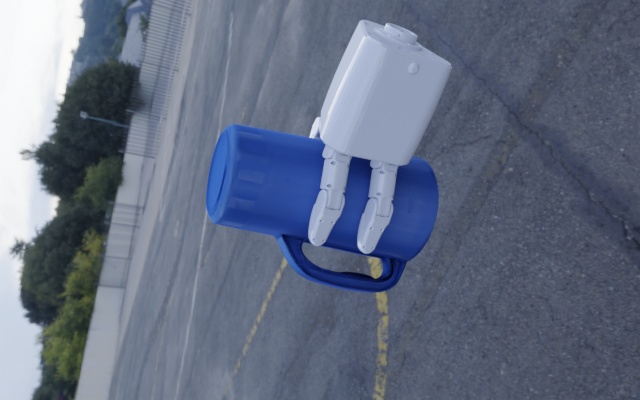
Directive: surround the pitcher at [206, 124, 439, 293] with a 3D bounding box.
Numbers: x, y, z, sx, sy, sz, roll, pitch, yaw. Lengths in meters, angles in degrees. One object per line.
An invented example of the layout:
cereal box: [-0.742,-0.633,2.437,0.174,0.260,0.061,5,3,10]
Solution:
pitcher: [0.000,0.002,0.542,0.243,0.145,0.149,11,30,-22]
